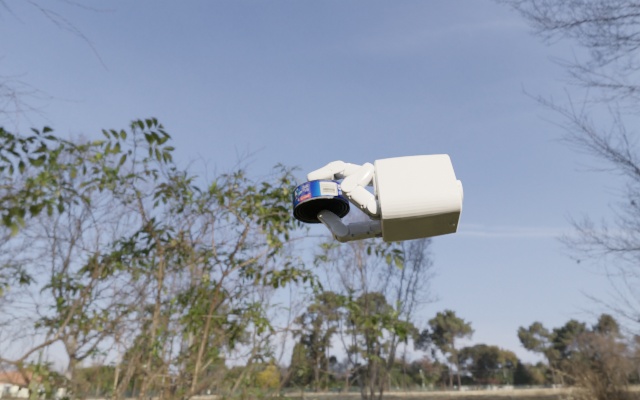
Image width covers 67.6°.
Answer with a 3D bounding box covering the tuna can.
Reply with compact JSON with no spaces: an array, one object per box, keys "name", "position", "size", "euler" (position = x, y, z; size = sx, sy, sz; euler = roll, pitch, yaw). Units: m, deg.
[{"name":"tuna can","position":[0.000,0.002,0.717],"size":[0.086,0.033,0.086],"euler":[-5,-28,-3]}]
